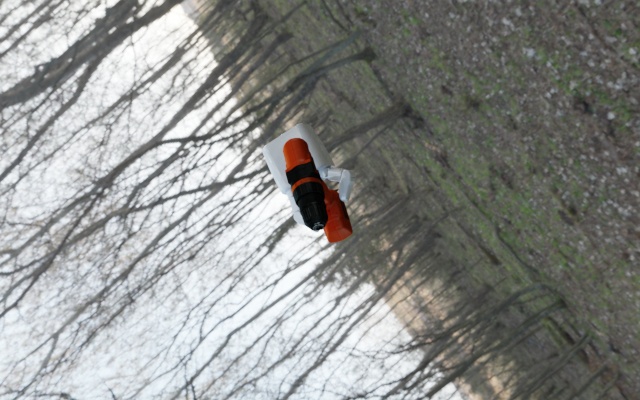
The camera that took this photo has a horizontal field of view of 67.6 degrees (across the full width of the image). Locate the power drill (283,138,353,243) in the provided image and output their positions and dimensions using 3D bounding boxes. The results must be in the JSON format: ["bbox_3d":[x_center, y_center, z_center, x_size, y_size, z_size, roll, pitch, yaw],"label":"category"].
[{"bbox_3d":[0.000,0.003,0.842,0.057,0.184,0.188,-21,-35,9],"label":"power drill"}]
